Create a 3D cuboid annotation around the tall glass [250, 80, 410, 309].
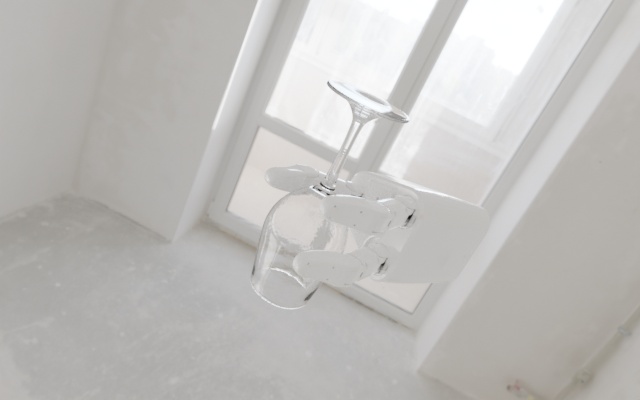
[{"bbox_3d":[0.000,0.001,0.426,0.079,0.201,0.079,22,22,-10],"label":"tall glass"}]
